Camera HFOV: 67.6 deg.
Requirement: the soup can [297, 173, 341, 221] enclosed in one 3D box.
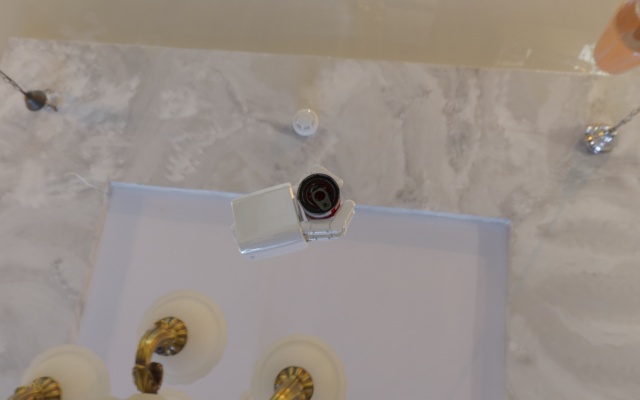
[{"bbox_3d":[0.001,0.002,0.799,0.068,0.068,0.102,0,-16,4],"label":"soup can"}]
